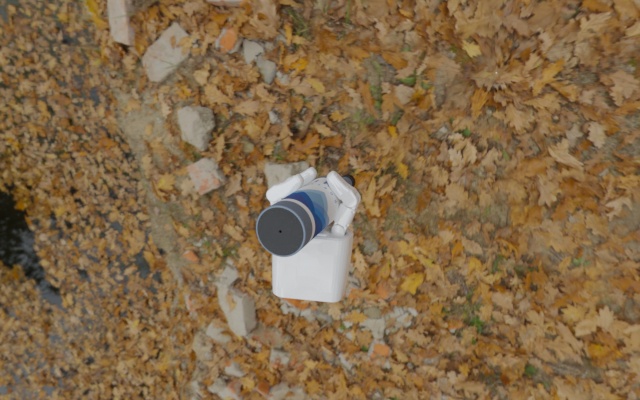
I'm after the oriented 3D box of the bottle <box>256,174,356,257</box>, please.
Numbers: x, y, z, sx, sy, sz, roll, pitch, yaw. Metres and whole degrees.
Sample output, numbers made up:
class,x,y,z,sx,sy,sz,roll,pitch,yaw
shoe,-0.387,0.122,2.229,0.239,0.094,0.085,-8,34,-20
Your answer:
class,x,y,z,sx,sy,sz,roll,pitch,yaw
bottle,0.000,0.002,0.714,0.069,0.069,0.295,0,14,20
